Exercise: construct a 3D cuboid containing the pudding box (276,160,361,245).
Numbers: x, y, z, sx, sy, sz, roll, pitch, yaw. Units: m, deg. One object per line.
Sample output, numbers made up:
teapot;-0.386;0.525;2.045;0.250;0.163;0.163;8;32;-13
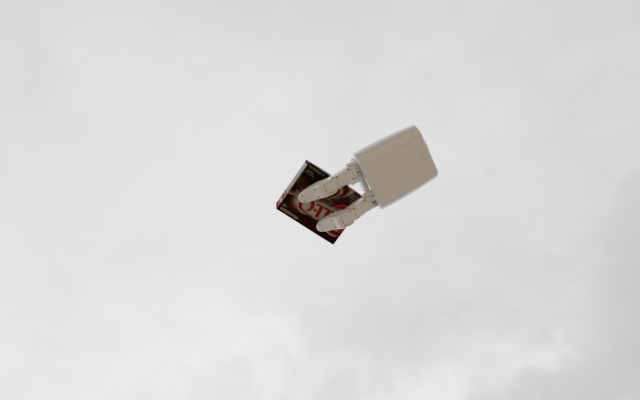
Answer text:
pudding box;0.000;0.002;0.747;0.113;0.090;0.039;33;9;-14
